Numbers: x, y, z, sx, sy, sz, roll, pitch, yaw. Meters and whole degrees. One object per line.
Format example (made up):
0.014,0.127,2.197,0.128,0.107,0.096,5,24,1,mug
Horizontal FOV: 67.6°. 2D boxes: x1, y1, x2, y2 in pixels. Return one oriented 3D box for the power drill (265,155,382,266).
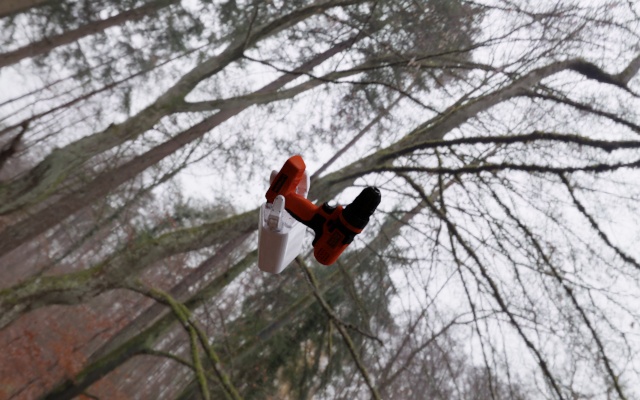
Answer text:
0.000,0.003,0.879,0.187,0.184,0.057,43,25,13,power drill
